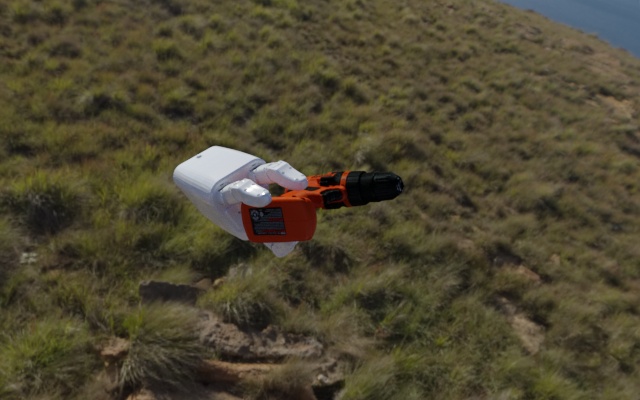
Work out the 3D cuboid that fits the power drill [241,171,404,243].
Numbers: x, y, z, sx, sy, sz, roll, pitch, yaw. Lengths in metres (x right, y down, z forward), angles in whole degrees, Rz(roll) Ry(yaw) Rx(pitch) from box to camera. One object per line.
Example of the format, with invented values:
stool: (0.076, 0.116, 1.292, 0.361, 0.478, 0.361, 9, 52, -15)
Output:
power drill: (0.000, 0.002, 0.638, 0.184, 0.057, 0.187, -6, 10, 30)
